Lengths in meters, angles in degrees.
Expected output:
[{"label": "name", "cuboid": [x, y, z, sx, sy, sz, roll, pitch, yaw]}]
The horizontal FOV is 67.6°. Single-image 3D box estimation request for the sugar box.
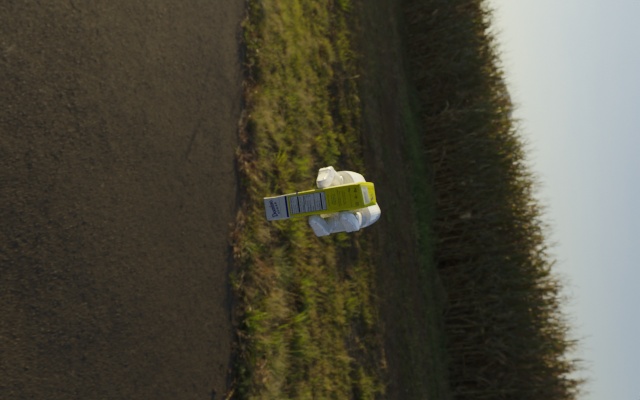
[{"label": "sugar box", "cuboid": [0.000, 0.003, 0.832, 0.176, 0.048, 0.093, -11, -3, 20]}]
